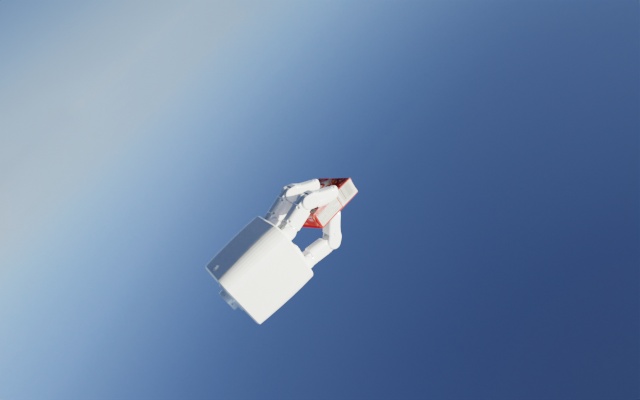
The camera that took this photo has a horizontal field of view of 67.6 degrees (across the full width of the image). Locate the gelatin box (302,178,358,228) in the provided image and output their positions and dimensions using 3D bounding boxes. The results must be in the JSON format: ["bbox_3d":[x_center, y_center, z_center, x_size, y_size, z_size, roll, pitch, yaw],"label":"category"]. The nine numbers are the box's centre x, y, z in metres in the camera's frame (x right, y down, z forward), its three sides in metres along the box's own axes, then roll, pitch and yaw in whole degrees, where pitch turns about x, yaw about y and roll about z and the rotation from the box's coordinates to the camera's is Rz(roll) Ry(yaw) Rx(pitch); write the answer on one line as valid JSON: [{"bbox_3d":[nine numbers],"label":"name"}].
[{"bbox_3d":[0.001,0.002,0.711,0.089,0.030,0.073,-45,27,-28],"label":"gelatin box"}]
